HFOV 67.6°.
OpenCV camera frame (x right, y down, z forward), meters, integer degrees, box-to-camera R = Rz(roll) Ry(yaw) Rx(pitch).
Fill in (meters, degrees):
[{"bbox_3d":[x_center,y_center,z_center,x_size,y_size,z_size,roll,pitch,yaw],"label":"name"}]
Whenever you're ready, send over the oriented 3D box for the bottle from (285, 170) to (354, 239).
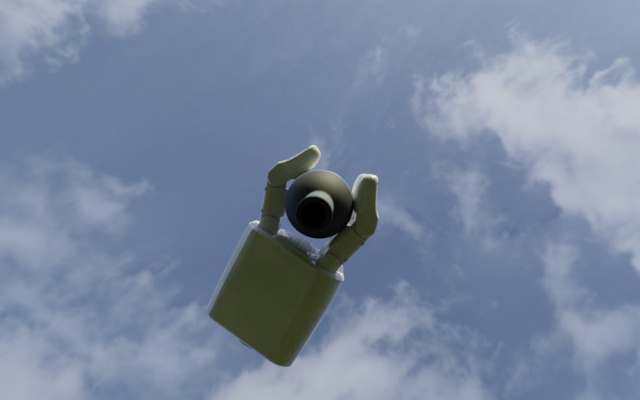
[{"bbox_3d":[0.000,0.002,0.496,0.069,0.069,0.295,0,3,2],"label":"bottle"}]
